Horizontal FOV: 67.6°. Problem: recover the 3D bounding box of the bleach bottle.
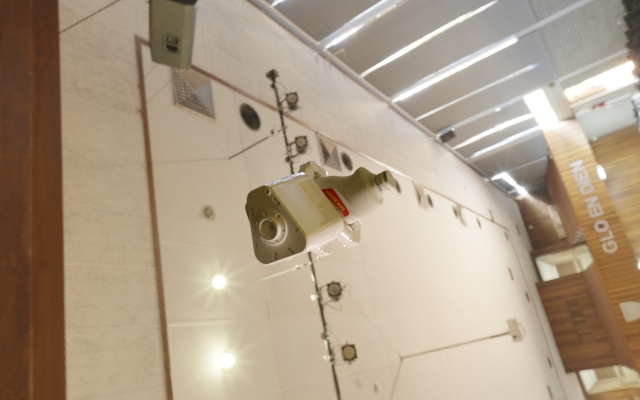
[{"bbox_3d":[0.000,0.003,0.767,0.251,0.102,0.068,-23,-2,29],"label":"bleach bottle"}]
